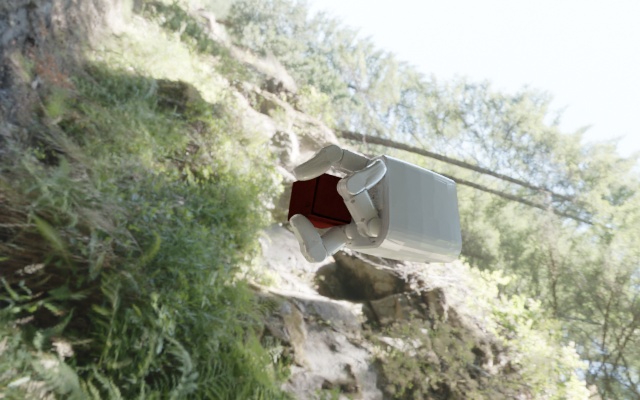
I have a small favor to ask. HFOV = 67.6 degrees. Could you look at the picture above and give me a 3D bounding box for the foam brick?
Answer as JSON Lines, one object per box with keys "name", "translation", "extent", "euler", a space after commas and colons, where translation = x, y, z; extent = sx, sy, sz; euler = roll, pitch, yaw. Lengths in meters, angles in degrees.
{"name": "foam brick", "translation": [0.000, 0.002, 0.570], "extent": [0.051, 0.053, 0.078], "euler": [14, -12, -23]}
